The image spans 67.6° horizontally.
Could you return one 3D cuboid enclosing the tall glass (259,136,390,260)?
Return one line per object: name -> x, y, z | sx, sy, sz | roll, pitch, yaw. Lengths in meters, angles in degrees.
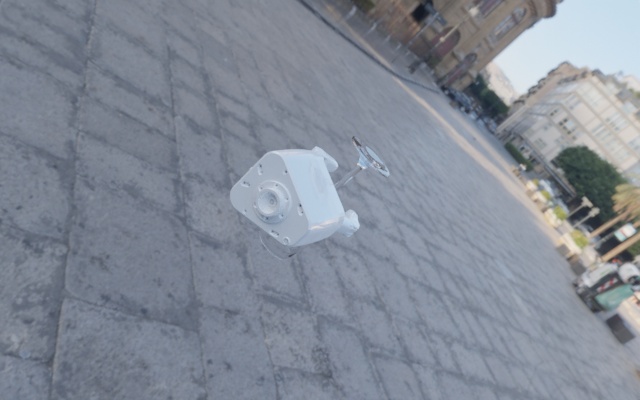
tall glass -> 0.001, 0.002, 0.688 | 0.201, 0.079, 0.079 | -42, -17, 20
